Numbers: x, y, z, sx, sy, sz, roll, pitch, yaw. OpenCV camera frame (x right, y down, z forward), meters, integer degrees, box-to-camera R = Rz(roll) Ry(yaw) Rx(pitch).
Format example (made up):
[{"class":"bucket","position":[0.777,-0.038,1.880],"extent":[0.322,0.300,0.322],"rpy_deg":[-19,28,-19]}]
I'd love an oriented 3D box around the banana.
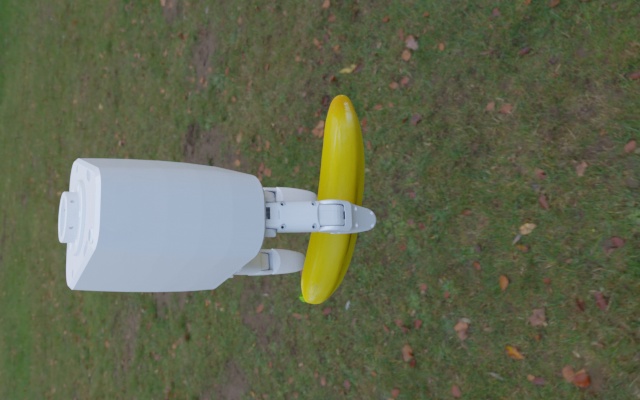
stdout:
[{"class":"banana","position":[0.008,0.010,0.410],"extent":[0.037,0.198,0.069],"rpy_deg":[5,14,-30]}]
